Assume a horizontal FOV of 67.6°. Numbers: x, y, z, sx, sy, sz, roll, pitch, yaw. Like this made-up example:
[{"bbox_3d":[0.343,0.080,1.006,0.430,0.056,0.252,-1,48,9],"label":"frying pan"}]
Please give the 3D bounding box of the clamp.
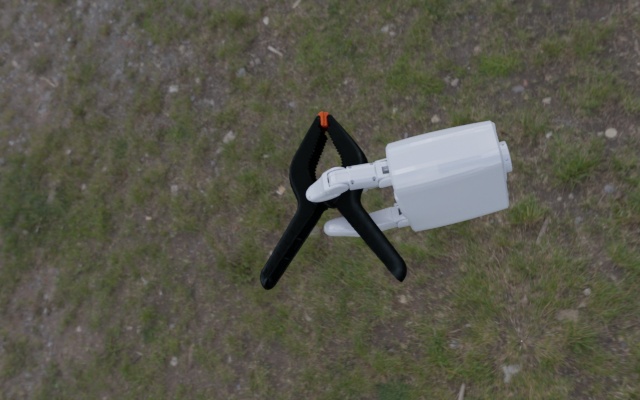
[{"bbox_3d":[0.000,0.001,0.543,0.164,0.210,0.036,-13,-20,16],"label":"clamp"}]
